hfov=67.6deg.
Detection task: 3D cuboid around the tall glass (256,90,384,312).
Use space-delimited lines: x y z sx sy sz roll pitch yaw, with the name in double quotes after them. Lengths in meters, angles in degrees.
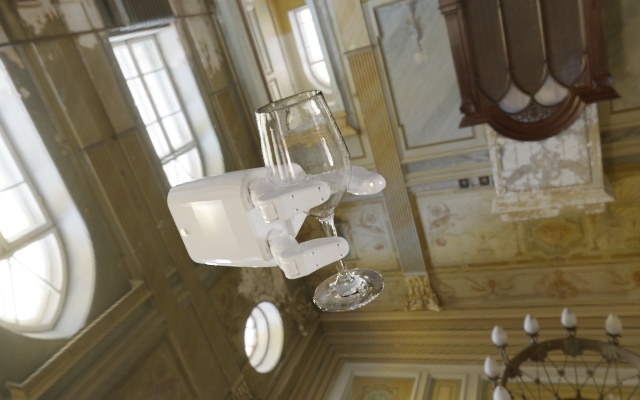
0.000 0.002 0.454 0.079 0.201 0.079 -15 20 6 "tall glass"
